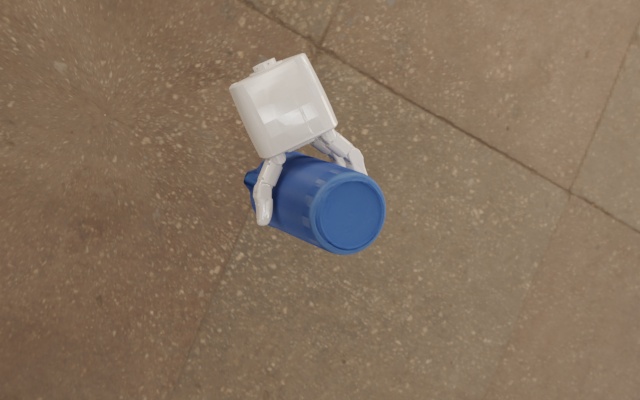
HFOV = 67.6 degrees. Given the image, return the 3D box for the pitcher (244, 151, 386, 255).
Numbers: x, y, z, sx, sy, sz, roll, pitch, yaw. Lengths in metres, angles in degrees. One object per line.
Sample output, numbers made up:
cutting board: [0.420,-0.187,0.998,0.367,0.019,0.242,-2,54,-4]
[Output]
pitcher: [0.000,0.002,0.703,0.149,0.145,0.243,-29,19,-17]
